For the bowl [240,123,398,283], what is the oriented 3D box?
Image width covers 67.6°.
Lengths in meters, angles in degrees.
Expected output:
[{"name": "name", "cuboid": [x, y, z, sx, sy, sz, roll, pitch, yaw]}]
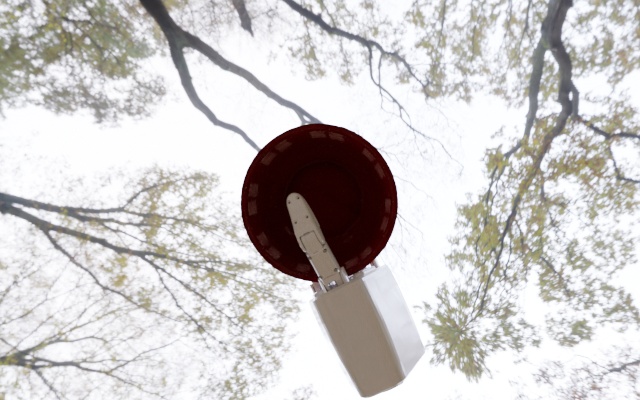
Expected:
[{"name": "bowl", "cuboid": [0.000, 0.000, 0.508, 0.162, 0.162, 0.055, 0, 4, 7]}]
